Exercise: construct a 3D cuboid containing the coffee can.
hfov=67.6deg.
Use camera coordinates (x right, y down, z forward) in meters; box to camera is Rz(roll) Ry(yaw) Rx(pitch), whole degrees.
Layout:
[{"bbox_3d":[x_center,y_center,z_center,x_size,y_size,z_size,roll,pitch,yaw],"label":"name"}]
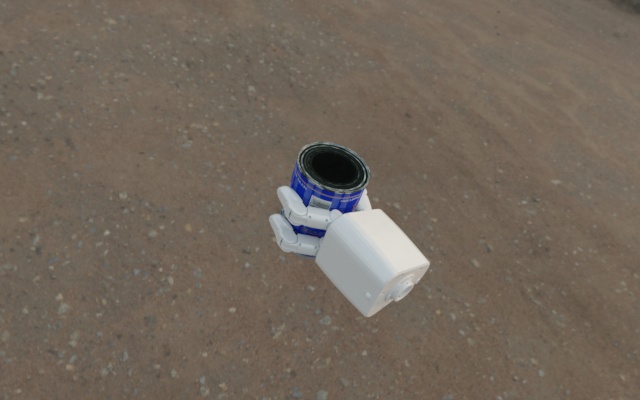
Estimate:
[{"bbox_3d":[0.000,0.002,0.684,0.103,0.102,0.140,0,-44,-21],"label":"coffee can"}]
